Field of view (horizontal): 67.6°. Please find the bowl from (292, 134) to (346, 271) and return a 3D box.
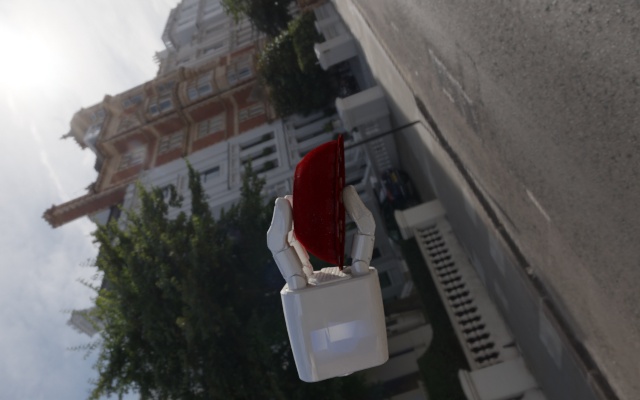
[{"bbox_3d":[0.000,0.001,0.568,0.055,0.162,0.162,1,0,5],"label":"bowl"}]
